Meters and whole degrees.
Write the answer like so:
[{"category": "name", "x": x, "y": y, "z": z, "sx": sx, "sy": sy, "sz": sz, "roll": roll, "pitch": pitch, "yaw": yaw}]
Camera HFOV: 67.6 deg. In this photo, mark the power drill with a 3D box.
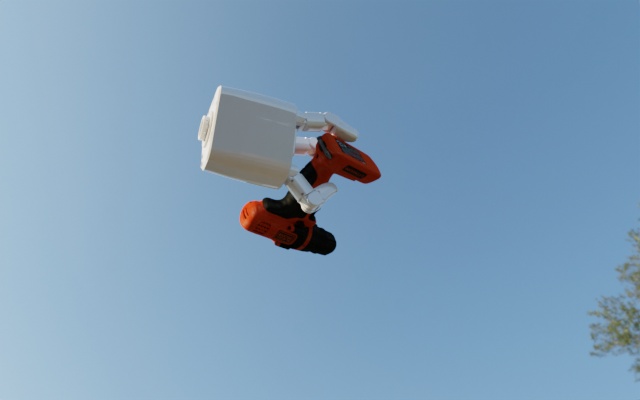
[{"category": "power drill", "x": 0.000, "y": 0.002, "z": 0.712, "sx": 0.184, "sy": 0.188, "sz": 0.057, "roll": 23, "pitch": 28, "yaw": -42}]
